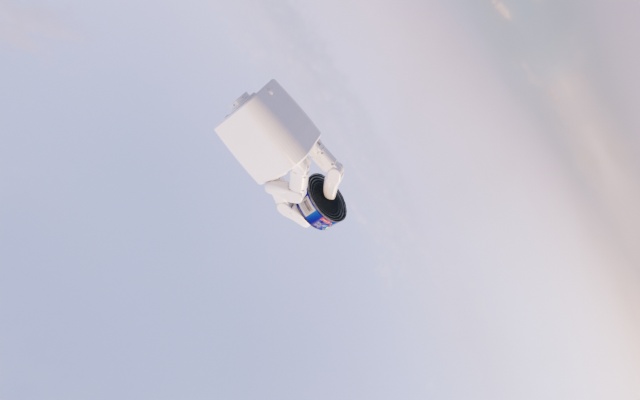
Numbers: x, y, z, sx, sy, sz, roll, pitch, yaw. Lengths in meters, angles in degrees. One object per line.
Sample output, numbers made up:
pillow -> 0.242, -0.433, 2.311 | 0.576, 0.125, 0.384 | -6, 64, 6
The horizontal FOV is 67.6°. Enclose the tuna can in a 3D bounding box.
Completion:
tuna can -> 0.000, 0.003, 0.743 | 0.034, 0.086, 0.086 | -34, -19, 31
